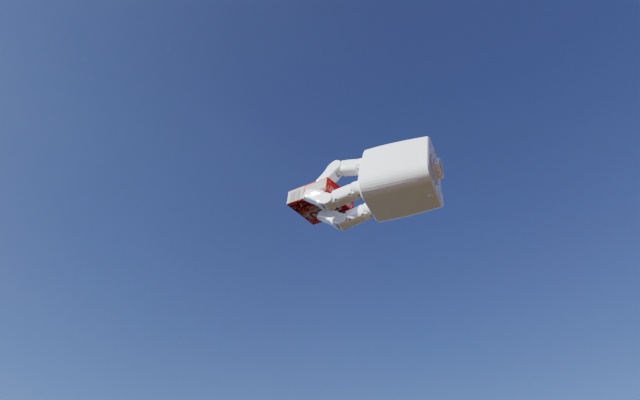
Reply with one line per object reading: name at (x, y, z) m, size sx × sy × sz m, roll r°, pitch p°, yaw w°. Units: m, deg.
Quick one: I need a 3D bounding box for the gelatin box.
gelatin box at (0.000, 0.002, 0.796) m, size 0.089 × 0.030 × 0.073 m, roll -19°, pitch -42°, yaw 34°
